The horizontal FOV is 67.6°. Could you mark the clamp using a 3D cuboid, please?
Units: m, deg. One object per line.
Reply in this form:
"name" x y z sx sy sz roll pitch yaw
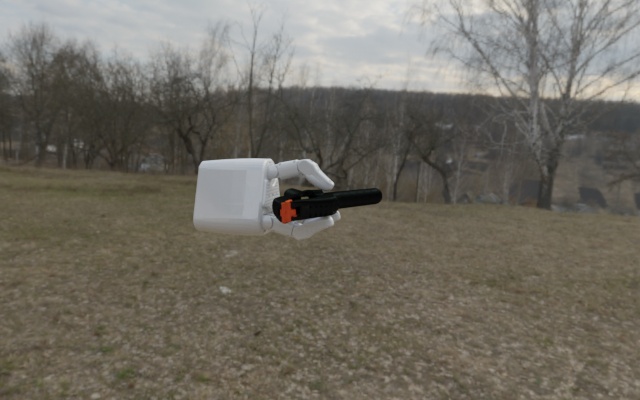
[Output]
"clamp" 0.000 0.002 0.692 0.164 0.036 0.210 -1 6 13
